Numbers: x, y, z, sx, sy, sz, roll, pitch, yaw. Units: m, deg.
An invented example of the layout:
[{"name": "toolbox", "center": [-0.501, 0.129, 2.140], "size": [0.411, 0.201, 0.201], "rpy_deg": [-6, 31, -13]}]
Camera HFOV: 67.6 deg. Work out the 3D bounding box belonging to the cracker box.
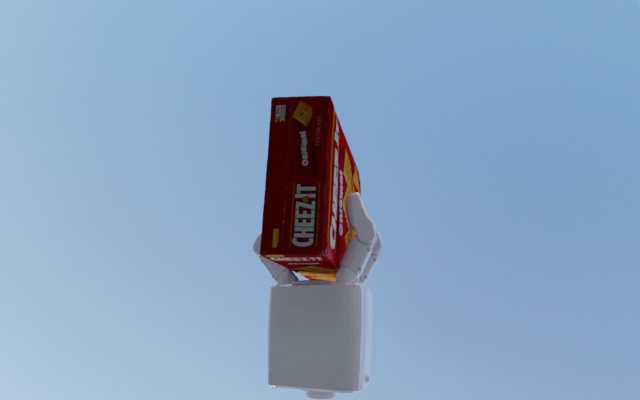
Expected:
[{"name": "cracker box", "center": [0.000, 0.002, 0.554], "size": [0.072, 0.164, 0.214], "rpy_deg": [-1, -16, 11]}]
